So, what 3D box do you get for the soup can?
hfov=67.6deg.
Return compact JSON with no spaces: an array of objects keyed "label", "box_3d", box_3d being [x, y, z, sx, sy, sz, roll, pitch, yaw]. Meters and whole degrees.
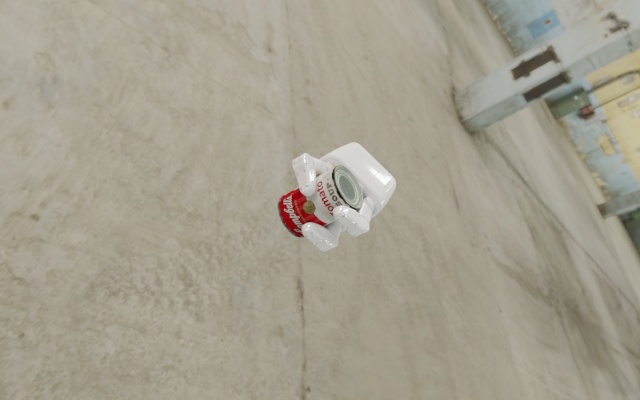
[{"label":"soup can","box_3d":[0.000,0.002,0.665,0.102,0.068,0.068,-28,-15,30]}]
